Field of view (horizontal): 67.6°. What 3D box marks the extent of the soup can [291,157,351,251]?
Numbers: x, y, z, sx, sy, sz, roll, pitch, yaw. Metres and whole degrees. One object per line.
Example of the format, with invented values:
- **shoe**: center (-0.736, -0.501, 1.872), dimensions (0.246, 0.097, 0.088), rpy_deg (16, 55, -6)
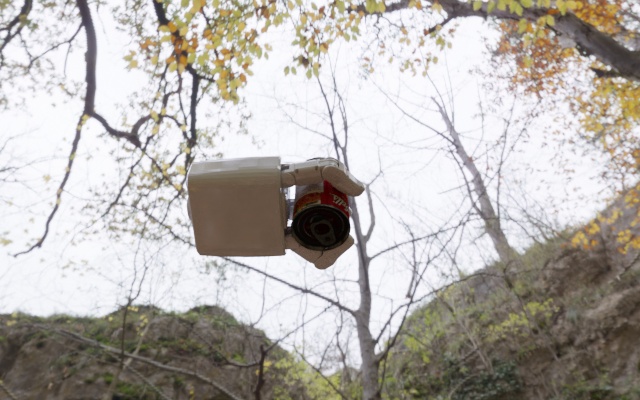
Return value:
- **soup can**: center (0.001, 0.002, 0.575), dimensions (0.068, 0.069, 0.102), rpy_deg (0, 37, 0)
